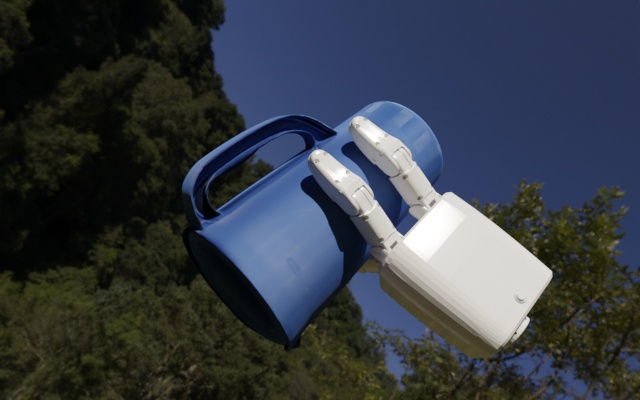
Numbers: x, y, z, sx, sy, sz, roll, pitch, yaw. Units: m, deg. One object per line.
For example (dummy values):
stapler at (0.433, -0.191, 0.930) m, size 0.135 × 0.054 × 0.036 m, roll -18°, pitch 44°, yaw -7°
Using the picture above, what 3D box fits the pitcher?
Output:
pitcher at (0.000, 0.002, 0.444) m, size 0.242 × 0.145 × 0.149 m, roll -41°, pitch -21°, yaw -26°
